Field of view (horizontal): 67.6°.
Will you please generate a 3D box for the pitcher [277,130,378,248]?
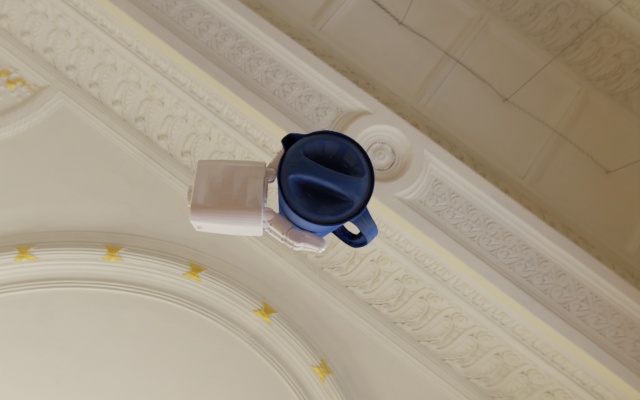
[{"bbox_3d":[0.000,0.002,0.746,0.145,0.149,0.243,3,-13,-7],"label":"pitcher"}]
